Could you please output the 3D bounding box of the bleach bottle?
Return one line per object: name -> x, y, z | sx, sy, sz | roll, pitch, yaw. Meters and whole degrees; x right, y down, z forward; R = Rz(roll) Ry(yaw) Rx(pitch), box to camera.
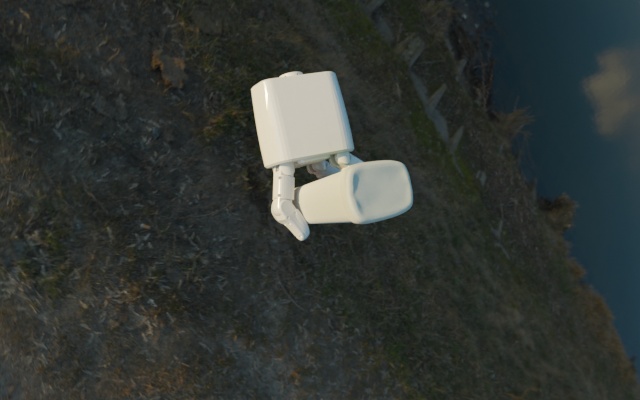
bleach bottle -> 0.000, 0.002, 0.634 | 0.102, 0.068, 0.251 | -10, -1, -35
